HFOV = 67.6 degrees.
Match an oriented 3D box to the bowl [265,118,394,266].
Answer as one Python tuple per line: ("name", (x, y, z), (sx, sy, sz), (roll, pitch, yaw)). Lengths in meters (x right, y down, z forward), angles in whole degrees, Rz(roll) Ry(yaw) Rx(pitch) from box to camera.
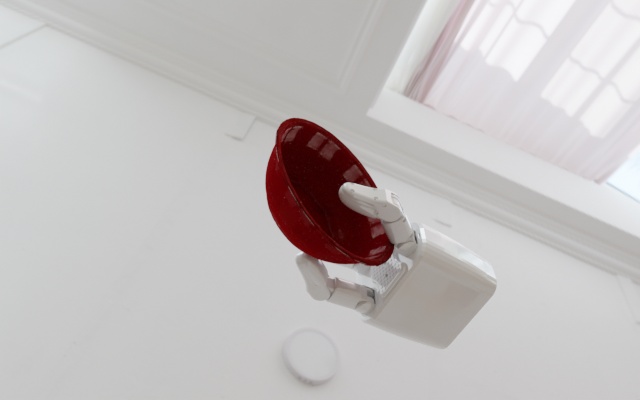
("bowl", (-0.001, 0.001, 0.459), (0.055, 0.162, 0.162), (-35, -18, 28))
